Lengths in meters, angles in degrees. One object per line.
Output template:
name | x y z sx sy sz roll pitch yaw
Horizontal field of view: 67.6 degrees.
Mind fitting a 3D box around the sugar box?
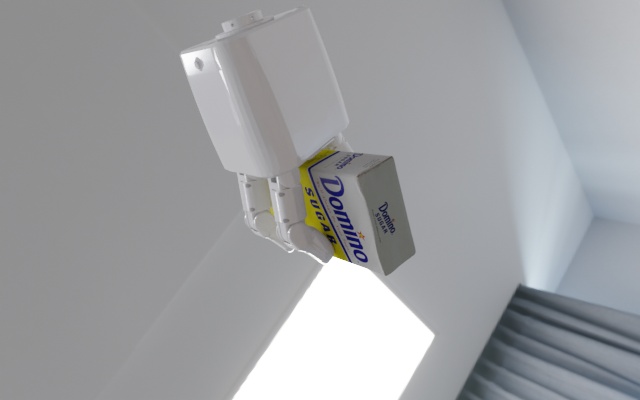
sugar box | 0.000 0.002 0.441 0.048 0.093 0.176 -31 25 -29
